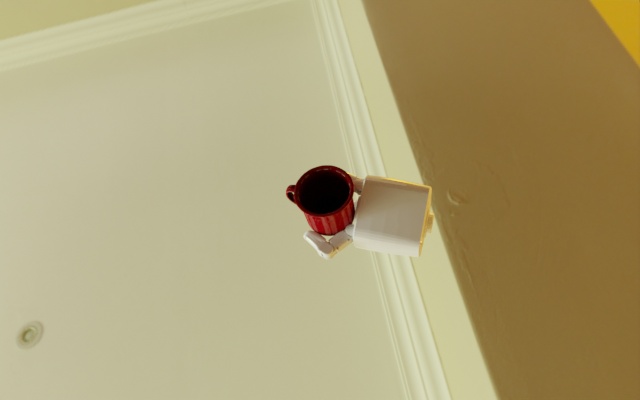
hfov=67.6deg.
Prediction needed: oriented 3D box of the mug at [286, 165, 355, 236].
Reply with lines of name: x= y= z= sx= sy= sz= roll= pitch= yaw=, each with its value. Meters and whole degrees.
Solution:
mug: x=-0.001 y=0.002 z=0.760 sx=0.117 sy=0.093 sz=0.081 roll=11 pitch=-28 yaw=17
